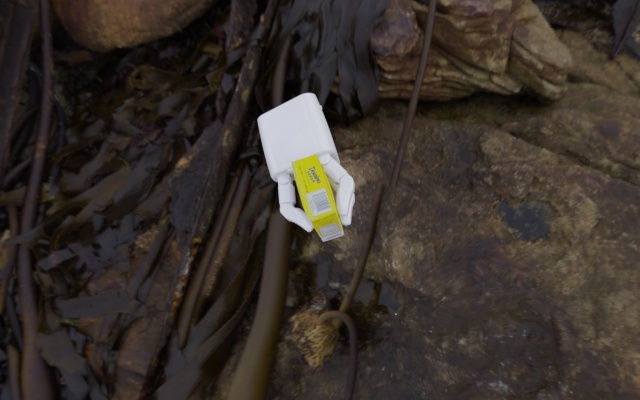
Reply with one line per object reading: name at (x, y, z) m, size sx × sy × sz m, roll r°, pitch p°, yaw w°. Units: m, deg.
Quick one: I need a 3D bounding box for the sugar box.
sugar box at (0.001, 0.002, 0.748) m, size 0.048 × 0.093 × 0.176 m, roll -18°, pitch -15°, yaw 4°
